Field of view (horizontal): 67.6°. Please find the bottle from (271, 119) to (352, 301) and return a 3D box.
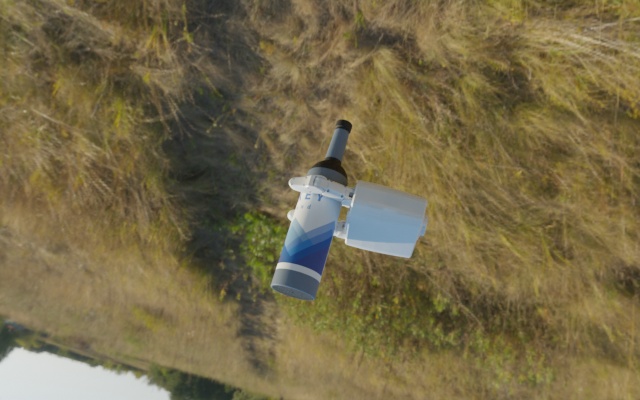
[{"bbox_3d":[0.000,0.003,0.738,0.069,0.295,0.069,15,-23,6],"label":"bottle"}]
